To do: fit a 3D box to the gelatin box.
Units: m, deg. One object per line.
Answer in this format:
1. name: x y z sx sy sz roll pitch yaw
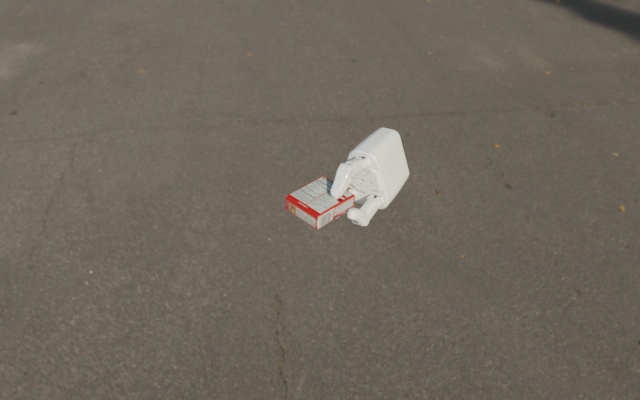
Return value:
1. gelatin box: 0.000 0.002 0.765 0.073 0.030 0.089 32 45 33
